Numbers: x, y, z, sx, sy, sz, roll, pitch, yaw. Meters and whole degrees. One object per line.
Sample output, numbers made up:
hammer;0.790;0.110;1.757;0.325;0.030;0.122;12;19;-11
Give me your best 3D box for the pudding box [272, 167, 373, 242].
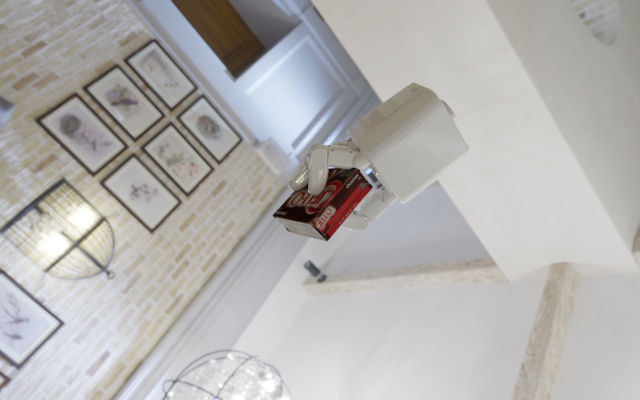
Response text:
pudding box;0.000;0.002;0.595;0.090;0.039;0.113;-48;20;-18
